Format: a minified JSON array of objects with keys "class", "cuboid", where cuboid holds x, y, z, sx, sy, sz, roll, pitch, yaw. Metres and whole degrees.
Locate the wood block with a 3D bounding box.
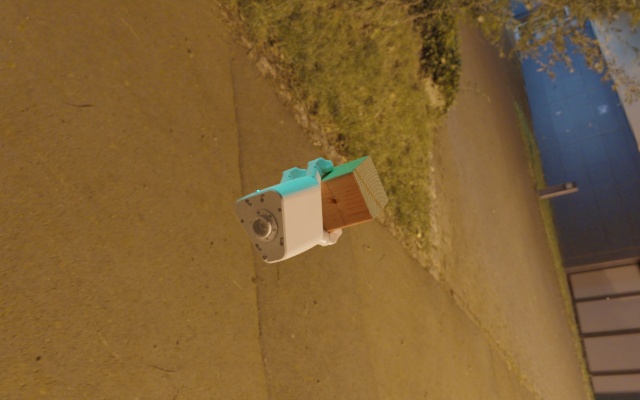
[{"class":"wood block","cuboid":[0.000,0.003,0.844,0.206,0.091,0.090,-17,14,31]}]
